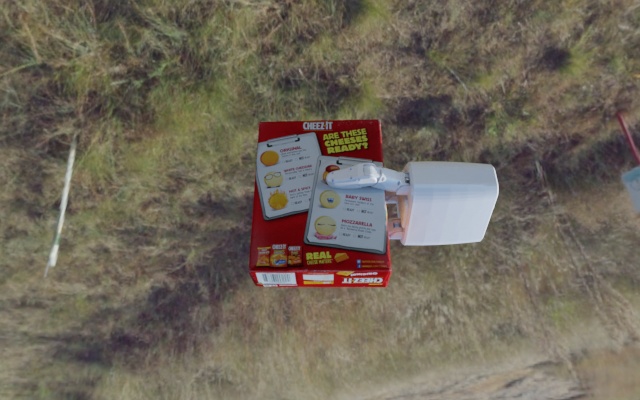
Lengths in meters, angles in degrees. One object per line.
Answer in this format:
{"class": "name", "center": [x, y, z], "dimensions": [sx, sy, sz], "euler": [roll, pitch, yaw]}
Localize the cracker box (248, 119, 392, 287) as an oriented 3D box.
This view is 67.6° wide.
{"class": "cracker box", "center": [0.000, 0.002, 0.610], "dimensions": [0.164, 0.213, 0.072], "euler": [-1, -29, 1]}
